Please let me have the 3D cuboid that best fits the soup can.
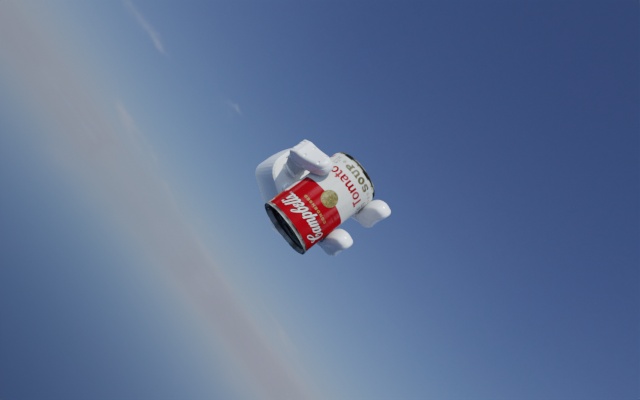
[{"bbox_3d":[0.000,0.001,0.520,0.102,0.068,0.068,-37,12,-17],"label":"soup can"}]
